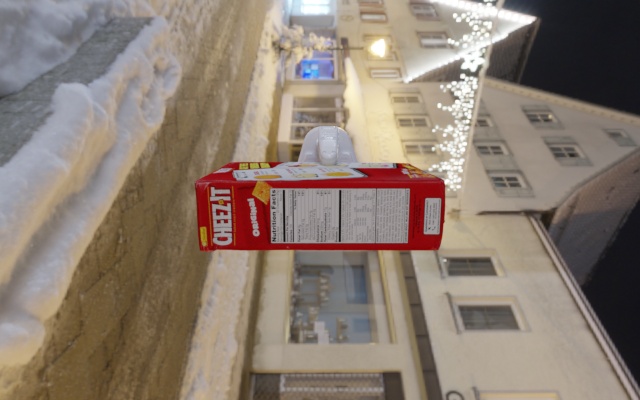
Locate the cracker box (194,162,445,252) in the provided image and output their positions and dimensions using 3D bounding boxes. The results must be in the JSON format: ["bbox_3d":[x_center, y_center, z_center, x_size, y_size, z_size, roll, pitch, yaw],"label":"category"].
[{"bbox_3d":[0.000,0.001,0.483,0.214,0.072,0.164,0,10,0],"label":"cracker box"}]
